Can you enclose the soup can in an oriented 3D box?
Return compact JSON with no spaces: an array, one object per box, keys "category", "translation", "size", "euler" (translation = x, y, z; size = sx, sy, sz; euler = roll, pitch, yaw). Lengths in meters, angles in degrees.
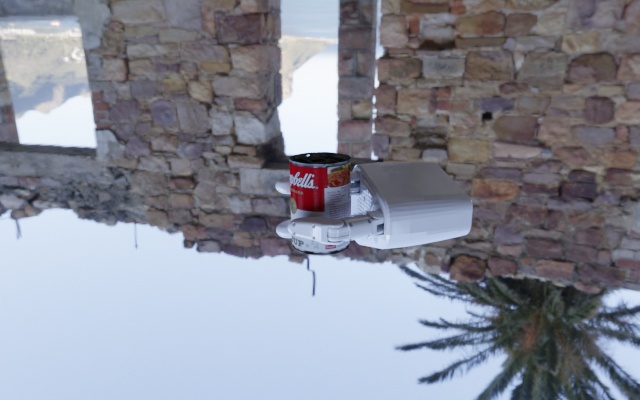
[{"category":"soup can","translation":[0.000,0.002,0.533],"size":[0.068,0.102,0.068],"euler":[0,17,0]}]
